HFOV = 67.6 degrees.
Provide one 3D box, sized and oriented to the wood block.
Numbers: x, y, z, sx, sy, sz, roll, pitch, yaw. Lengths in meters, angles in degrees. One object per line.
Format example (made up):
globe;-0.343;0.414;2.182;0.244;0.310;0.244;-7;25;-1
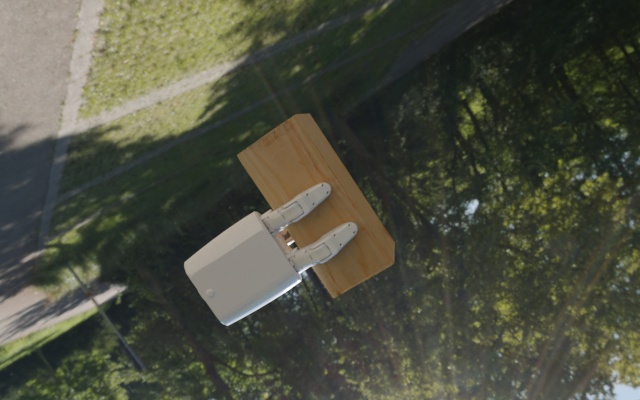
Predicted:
wood block;0.000;0.002;0.597;0.090;0.206;0.091;-33;5;13
